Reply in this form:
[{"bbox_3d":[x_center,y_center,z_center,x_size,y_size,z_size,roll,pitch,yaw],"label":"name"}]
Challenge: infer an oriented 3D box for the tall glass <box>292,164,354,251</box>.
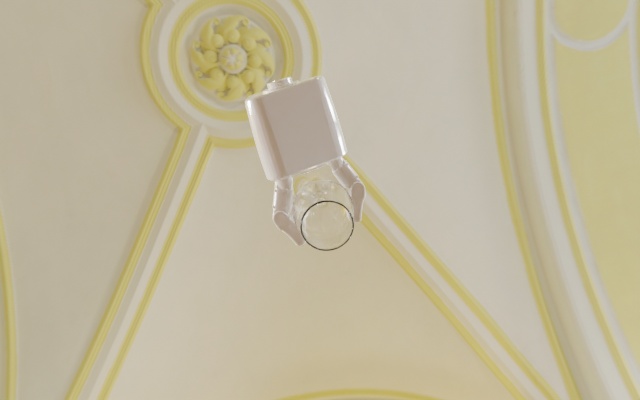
[{"bbox_3d":[0.000,0.002,0.640,0.079,0.079,0.201,0,16,-5],"label":"tall glass"}]
